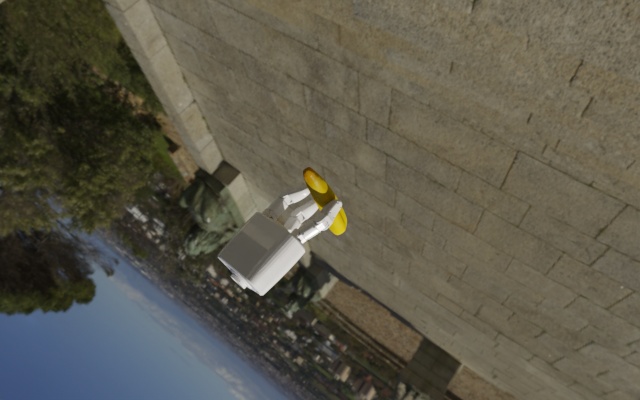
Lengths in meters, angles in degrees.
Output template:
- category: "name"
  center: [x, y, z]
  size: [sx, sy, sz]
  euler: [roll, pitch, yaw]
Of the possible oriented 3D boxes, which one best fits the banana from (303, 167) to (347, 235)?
- category: "banana"
  center: [0.014, 0.014, 0.870]
  size: [0.069, 0.037, 0.198]
  euler: [38, -15, 31]
